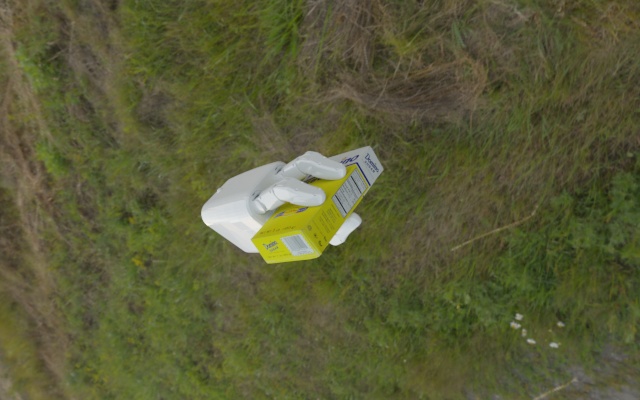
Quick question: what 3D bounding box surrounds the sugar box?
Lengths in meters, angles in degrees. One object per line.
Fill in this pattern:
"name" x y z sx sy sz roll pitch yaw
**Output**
"sugar box" 0.000 0.002 0.596 0.093 0.048 0.176 -13 31 42
